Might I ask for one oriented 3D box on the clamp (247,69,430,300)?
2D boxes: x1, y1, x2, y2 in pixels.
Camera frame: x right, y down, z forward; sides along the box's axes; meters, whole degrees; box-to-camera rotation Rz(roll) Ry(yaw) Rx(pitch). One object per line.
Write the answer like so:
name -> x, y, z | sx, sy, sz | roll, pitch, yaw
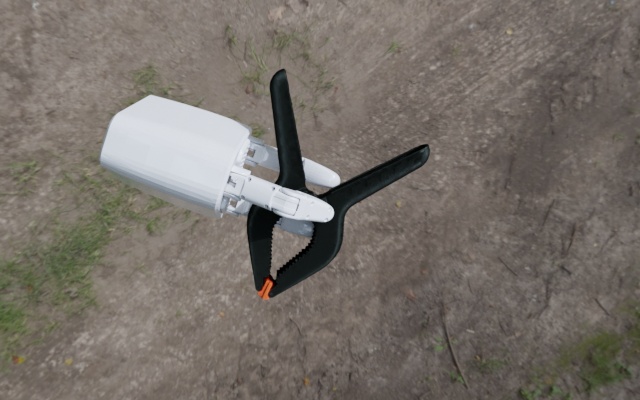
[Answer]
clamp -> 0.000, 0.002, 0.457 | 0.164, 0.210, 0.036 | 20, 6, -4
